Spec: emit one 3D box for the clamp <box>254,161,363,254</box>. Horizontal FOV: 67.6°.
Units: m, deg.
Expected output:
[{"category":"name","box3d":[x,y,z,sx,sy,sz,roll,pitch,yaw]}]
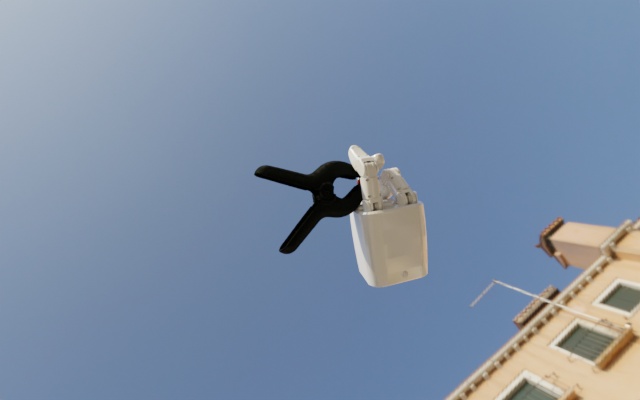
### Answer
[{"category":"clamp","box3d":[0.000,0.002,0.655,0.171,0.120,0.039,-10,7,-21]}]
